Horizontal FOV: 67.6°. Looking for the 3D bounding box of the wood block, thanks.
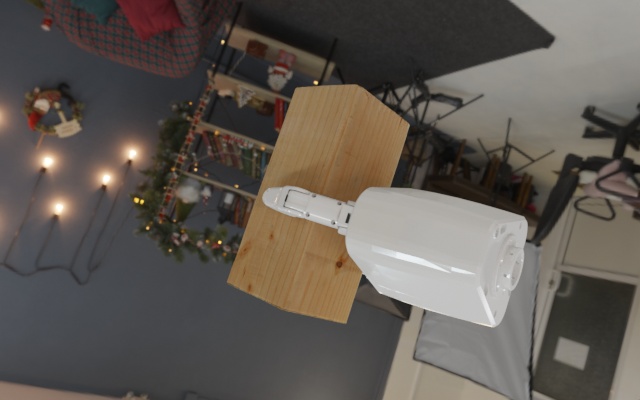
[{"bbox_3d":[0.000,0.002,0.468,0.090,0.206,0.091,12,-10,46],"label":"wood block"}]
